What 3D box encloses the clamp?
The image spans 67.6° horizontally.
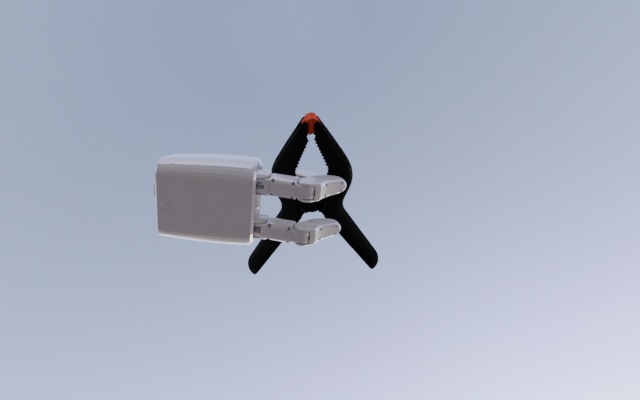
[{"bbox_3d":[0.000,0.001,0.572,0.164,0.210,0.036,4,25,-7],"label":"clamp"}]
